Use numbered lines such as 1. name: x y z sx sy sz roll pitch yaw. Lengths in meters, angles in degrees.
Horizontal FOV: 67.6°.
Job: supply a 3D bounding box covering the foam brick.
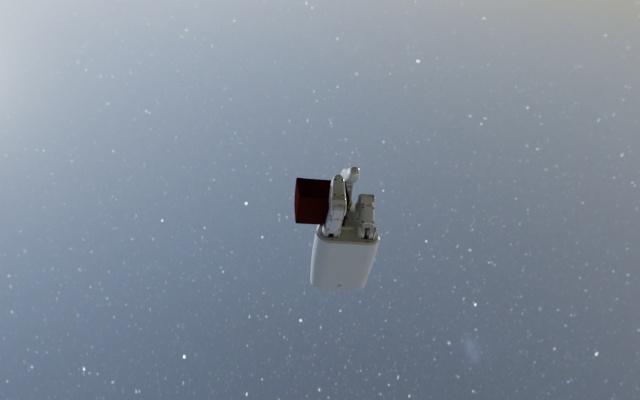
1. foam brick: 0.000 0.002 0.726 0.078 0.051 0.053 4 36 -9
